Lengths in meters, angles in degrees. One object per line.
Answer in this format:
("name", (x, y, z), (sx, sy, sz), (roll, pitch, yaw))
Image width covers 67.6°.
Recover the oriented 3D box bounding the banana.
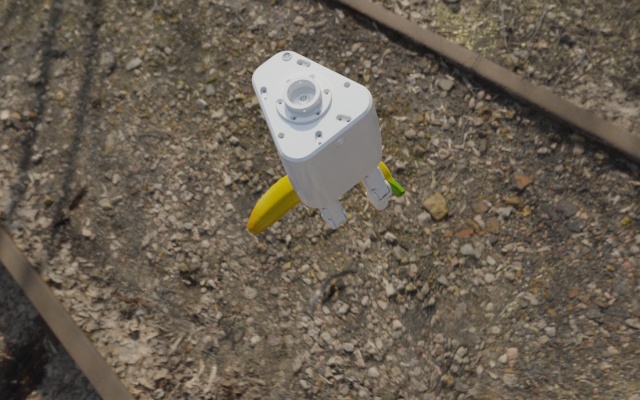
("banana", (-0.001, -0.016, 0.582), (0.198, 0.069, 0.037), (-15, -18, 3))
